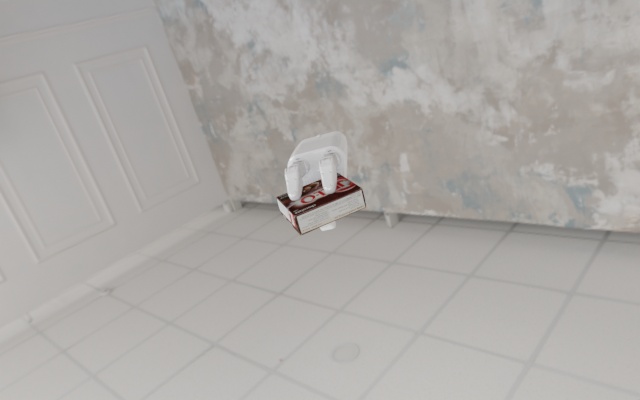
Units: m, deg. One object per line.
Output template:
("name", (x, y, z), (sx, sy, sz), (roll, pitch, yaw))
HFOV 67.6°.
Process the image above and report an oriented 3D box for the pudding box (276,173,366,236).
("pudding box", (0.000, 0.003, 0.726), (0.113, 0.039, 0.090), (-25, 25, -14))
